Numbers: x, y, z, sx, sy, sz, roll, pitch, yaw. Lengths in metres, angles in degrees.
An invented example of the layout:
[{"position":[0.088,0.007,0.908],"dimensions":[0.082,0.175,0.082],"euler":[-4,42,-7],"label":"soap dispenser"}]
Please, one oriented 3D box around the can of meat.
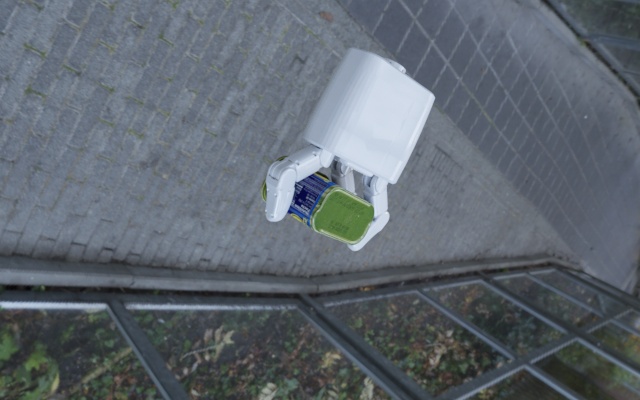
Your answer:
[{"position":[0.000,0.002,0.519],"dimensions":[0.084,0.057,0.102],"euler":[31,4,39],"label":"can of meat"}]
